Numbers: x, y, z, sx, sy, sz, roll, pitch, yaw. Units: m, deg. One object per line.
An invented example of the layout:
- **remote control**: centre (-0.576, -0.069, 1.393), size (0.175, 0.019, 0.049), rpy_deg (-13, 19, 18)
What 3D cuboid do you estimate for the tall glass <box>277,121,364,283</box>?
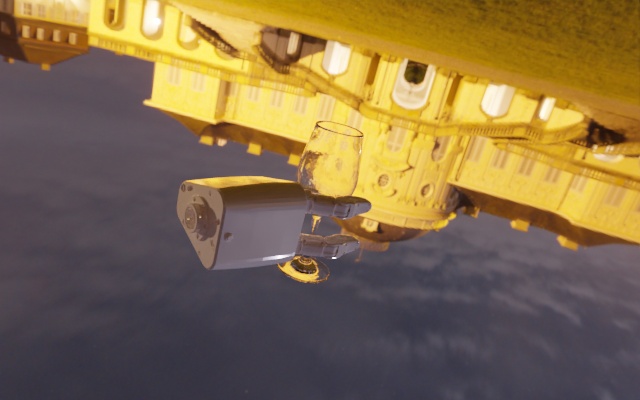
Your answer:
- **tall glass**: centre (0.000, 0.003, 0.619), size (0.079, 0.201, 0.079), rpy_deg (13, 20, -5)
